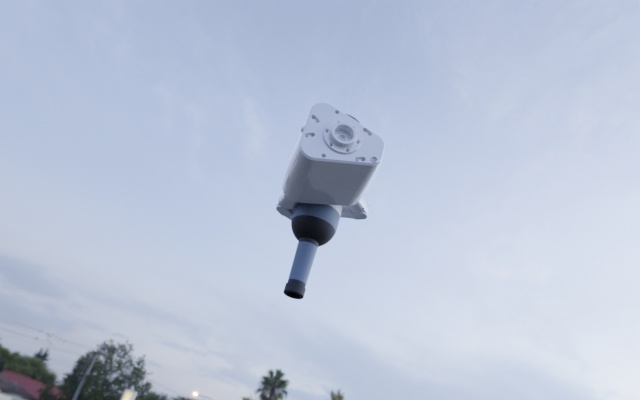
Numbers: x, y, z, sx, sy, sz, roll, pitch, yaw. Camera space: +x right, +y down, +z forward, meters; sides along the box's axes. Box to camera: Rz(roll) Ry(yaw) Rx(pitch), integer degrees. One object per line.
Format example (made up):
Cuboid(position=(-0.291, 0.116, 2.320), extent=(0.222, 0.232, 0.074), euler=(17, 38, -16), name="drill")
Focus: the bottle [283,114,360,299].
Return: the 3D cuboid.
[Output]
Cuboid(position=(0.000, 0.002, 0.698), extent=(0.069, 0.295, 0.069), euler=(12, -31, 7), name="bottle")
